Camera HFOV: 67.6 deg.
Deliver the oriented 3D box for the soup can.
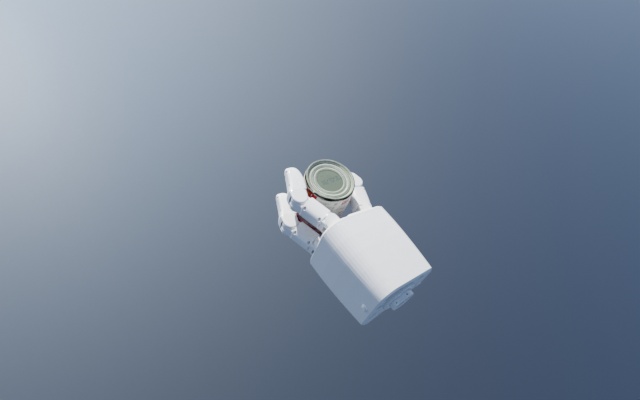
[{"bbox_3d":[0.000,0.002,0.643,0.068,0.068,0.102,0,-35,-18],"label":"soup can"}]
